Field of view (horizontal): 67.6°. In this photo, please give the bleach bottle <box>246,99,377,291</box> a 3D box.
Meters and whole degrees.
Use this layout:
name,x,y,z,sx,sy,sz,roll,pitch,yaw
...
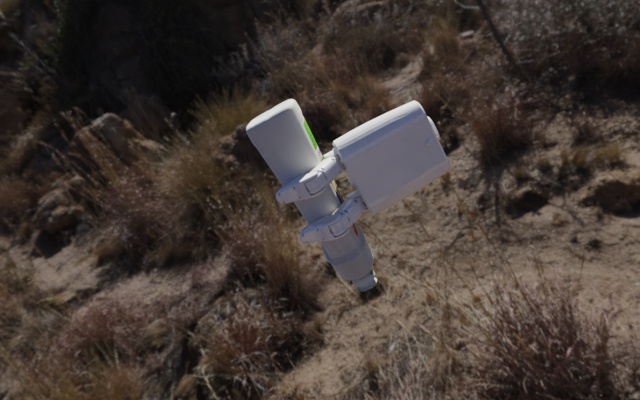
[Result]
name,x,y,z,sx,sy,sz,roll,pitch,yaw
bleach bottle,0.000,0.002,0.592,0.068,0.251,0.102,-29,16,5
